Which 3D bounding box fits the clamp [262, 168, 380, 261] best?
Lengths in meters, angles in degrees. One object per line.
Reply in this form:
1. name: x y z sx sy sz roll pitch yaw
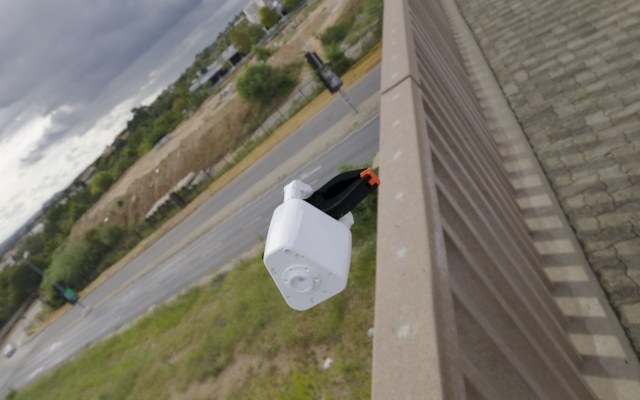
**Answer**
1. clamp: 0.000 0.002 0.757 0.210 0.036 0.164 -32 26 23
